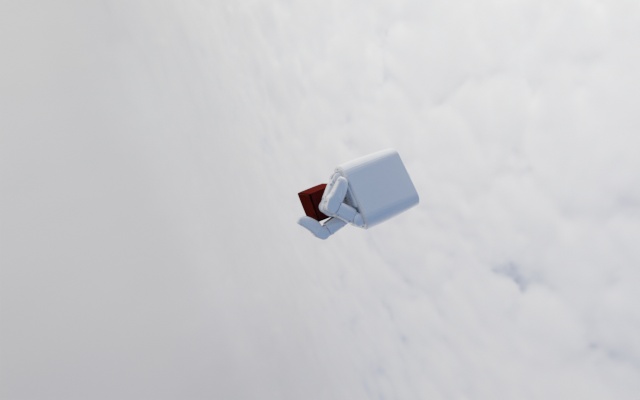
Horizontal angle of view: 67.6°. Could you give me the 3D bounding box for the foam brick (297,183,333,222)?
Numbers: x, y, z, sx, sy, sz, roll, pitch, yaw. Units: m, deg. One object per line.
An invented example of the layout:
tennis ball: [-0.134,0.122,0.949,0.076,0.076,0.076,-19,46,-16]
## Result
foam brick: [0.000,0.003,0.841,0.051,0.053,0.078,-23,10,-15]
